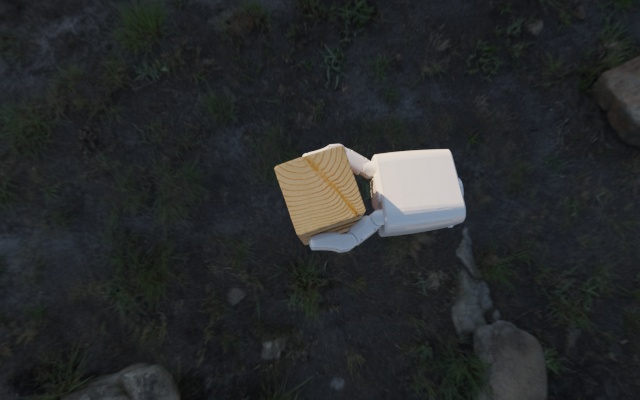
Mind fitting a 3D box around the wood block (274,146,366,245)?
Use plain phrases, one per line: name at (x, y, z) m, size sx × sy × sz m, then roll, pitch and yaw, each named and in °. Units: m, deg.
wood block at (0.000, 0.002, 0.670) m, size 0.090 × 0.091 × 0.206 m, roll -18°, pitch -8°, yaw -2°
